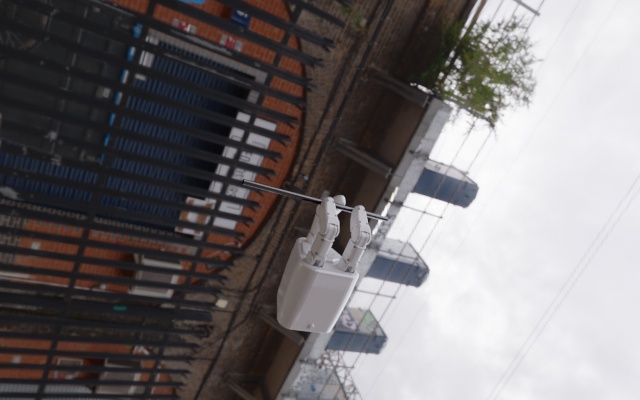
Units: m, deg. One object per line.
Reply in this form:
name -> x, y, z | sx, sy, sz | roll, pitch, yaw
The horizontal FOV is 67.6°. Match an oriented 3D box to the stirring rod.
stirring rod -> 0.000, 0.002, 0.692 | 0.239, 0.011, 0.011 | 15, -7, -27
